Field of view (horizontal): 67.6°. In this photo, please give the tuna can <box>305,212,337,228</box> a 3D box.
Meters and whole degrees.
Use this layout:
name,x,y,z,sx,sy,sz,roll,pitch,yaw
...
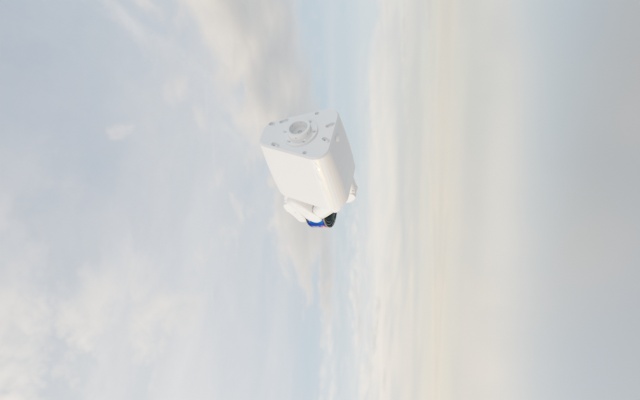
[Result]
name,x,y,z,sx,sy,sz,roll,pitch,yaw
tuna can,0.000,0.003,0.788,0.034,0.086,0.086,-2,-1,19
